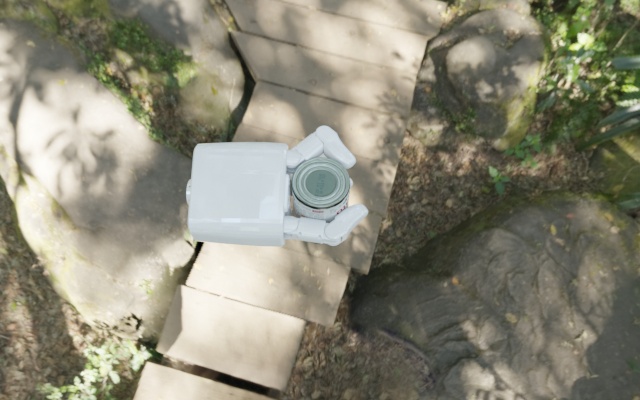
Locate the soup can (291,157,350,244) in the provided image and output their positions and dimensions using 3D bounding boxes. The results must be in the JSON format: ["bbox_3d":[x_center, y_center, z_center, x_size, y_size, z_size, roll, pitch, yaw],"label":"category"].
[{"bbox_3d":[0.001,0.002,0.572,0.068,0.068,0.102,0,-27,0],"label":"soup can"}]
